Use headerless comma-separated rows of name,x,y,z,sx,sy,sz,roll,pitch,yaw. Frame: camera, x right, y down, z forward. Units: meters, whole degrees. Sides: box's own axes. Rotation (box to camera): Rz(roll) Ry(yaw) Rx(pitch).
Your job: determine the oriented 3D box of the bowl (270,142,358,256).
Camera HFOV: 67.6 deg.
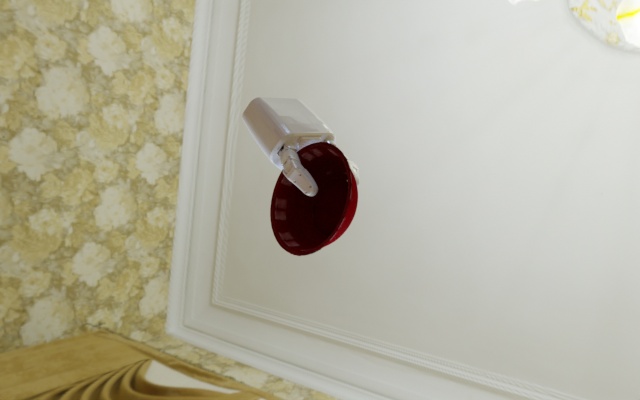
bowl,0.001,0.003,0.675,0.055,0.162,0.162,19,-13,-42
